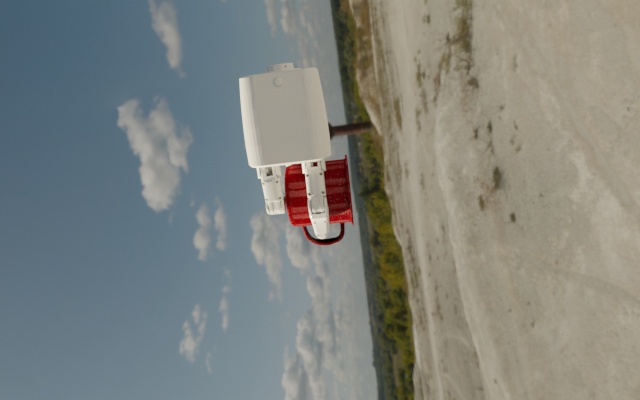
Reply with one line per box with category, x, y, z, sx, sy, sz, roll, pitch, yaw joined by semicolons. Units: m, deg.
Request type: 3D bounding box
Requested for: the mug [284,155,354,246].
mug;0.000;0.003;0.628;0.081;0.117;0.093;-6;12;4
